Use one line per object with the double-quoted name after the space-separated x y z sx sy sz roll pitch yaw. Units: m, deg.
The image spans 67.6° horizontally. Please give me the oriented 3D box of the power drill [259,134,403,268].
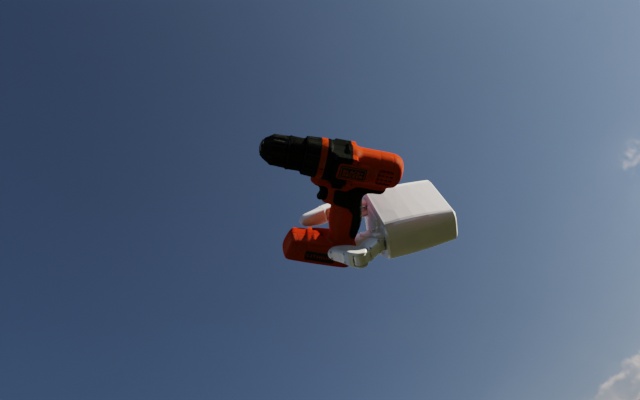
0.000 0.002 0.643 0.184 0.188 0.057 10 38 -6 "power drill"
